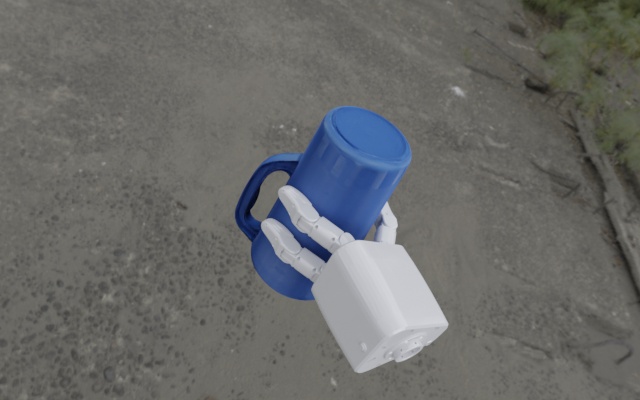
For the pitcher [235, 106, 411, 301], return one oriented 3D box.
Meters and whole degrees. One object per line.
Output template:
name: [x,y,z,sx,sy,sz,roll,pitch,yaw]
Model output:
pitcher: [0.000,0.002,0.597,0.149,0.145,0.243,-3,-41,-33]
